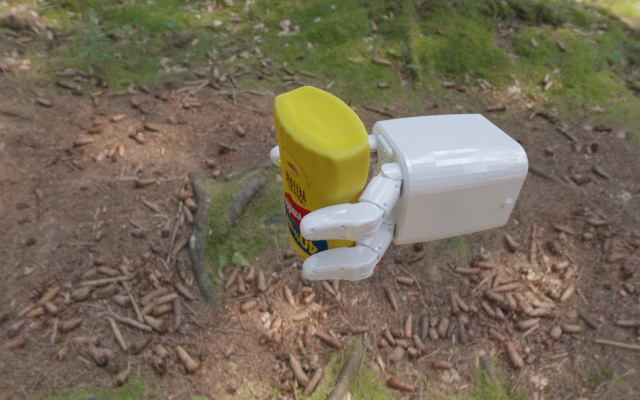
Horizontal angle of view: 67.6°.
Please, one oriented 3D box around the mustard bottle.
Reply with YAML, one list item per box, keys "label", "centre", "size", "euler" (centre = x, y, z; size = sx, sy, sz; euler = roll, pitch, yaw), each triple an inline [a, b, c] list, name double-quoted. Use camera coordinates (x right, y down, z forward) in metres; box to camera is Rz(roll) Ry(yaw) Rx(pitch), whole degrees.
- label: "mustard bottle"
  centre: [0.000, 0.001, 0.429]
  size: [0.058, 0.192, 0.096]
  euler: [-26, 52, -22]
